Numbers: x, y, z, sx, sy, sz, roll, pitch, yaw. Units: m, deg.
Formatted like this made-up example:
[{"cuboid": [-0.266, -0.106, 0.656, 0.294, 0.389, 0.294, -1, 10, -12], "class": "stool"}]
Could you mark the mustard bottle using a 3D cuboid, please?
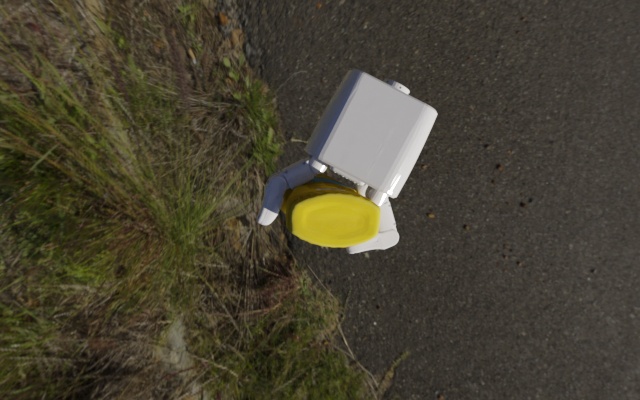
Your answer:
[{"cuboid": [0.000, 0.002, 0.567, 0.096, 0.058, 0.191, 2, 11, -10], "class": "mustard bottle"}]
